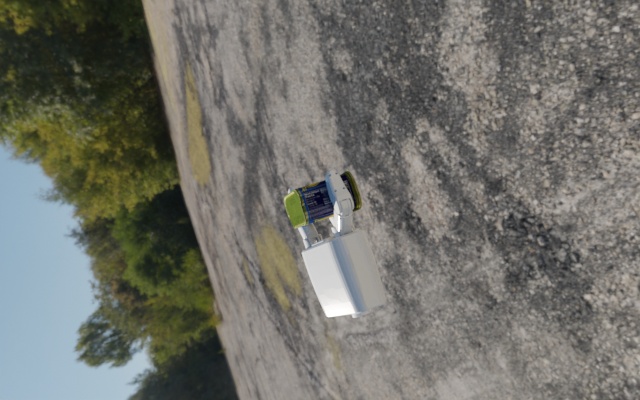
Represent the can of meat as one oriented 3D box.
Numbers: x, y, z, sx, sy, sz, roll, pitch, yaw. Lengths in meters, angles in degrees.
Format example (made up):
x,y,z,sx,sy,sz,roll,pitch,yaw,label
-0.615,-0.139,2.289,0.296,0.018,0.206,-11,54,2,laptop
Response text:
x,y,z,sx,sy,sz,roll,pitch,yaw,label
0.000,0.002,0.685,0.084,0.057,0.102,-18,-3,-17,can of meat
